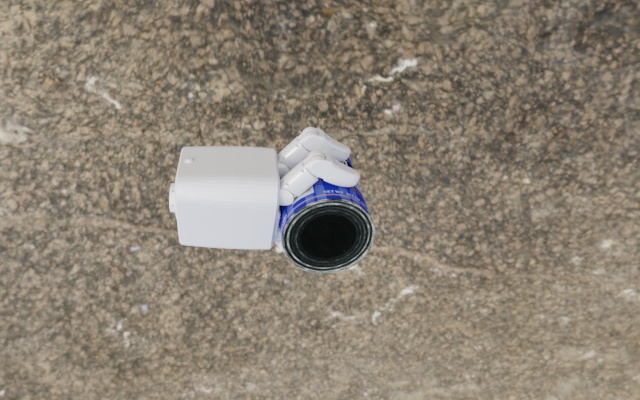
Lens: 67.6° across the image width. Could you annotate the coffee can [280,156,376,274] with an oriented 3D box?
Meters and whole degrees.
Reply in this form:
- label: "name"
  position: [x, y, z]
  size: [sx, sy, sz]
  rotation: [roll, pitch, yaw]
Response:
- label: "coffee can"
  position: [0.000, 0.002, 0.568]
  size: [0.103, 0.103, 0.140]
  rotation: [0, 35, -9]
